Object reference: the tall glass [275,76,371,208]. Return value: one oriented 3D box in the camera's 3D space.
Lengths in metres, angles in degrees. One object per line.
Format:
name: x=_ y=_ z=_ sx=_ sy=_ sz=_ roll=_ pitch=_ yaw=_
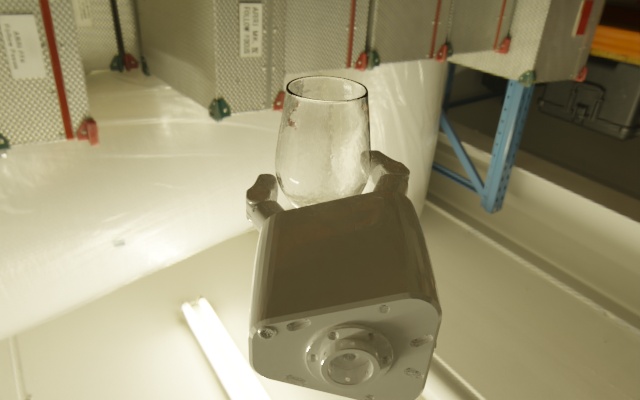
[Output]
tall glass: x=0.000 y=0.002 z=0.407 sx=0.079 sy=0.201 sz=0.079 roll=2 pitch=30 yaw=-1
